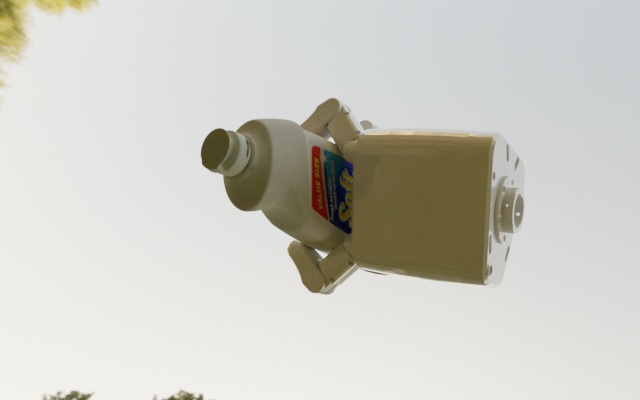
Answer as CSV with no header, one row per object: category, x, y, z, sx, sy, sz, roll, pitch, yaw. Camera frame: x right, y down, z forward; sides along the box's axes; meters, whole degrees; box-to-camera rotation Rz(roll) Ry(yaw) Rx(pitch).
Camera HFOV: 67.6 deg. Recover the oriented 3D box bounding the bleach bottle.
bleach bottle,0.000,0.001,0.413,0.068,0.102,0.251,4,-10,37
